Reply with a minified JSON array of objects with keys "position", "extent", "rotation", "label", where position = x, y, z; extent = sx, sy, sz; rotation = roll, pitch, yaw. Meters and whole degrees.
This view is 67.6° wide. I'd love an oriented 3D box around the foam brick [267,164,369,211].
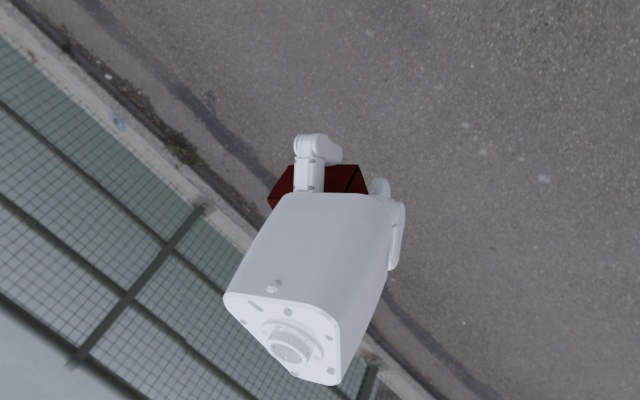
[{"position":[0.000,0.001,0.445],"extent":[0.078,0.053,0.051],"rotation":[2,44,30],"label":"foam brick"}]
